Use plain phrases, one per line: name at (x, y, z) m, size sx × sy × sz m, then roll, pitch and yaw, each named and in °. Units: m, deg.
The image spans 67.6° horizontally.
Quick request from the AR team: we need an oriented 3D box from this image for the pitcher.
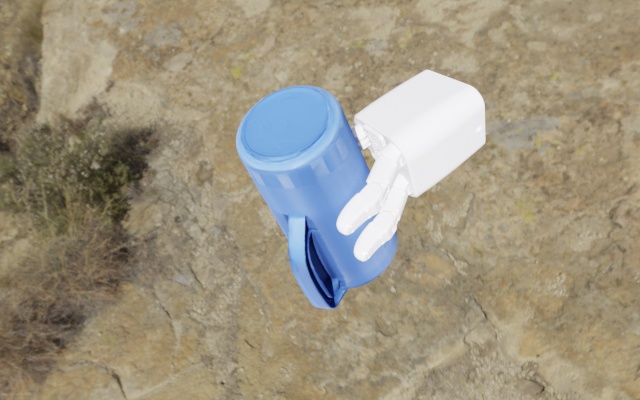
pitcher at (0.000, 0.002, 0.534) m, size 0.145 × 0.149 × 0.243 m, roll -34°, pitch -38°, yaw -5°
